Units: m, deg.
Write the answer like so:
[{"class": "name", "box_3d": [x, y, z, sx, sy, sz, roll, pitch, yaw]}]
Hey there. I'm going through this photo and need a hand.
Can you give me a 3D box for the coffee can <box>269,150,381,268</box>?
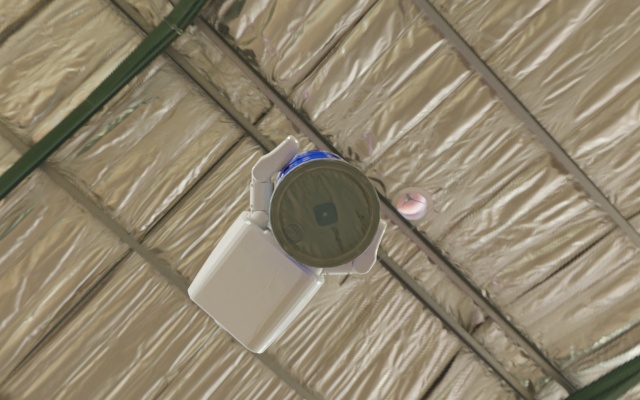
[{"class": "coffee can", "box_3d": [0.000, 0.001, 0.503, 0.103, 0.103, 0.140, 0, 9, -4]}]
